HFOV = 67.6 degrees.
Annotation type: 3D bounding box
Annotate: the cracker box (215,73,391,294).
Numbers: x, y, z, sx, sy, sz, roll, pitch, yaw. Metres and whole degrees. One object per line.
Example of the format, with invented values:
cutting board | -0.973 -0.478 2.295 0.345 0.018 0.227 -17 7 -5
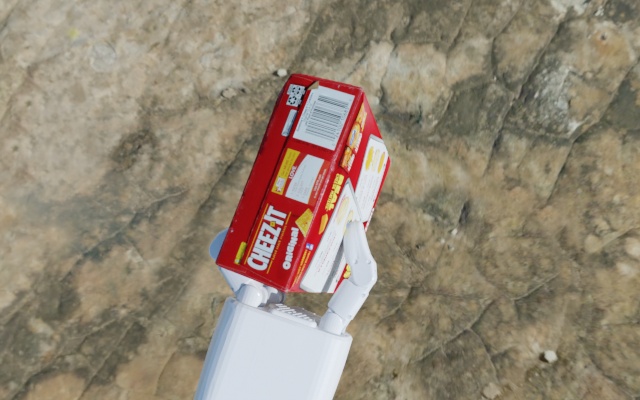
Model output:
cracker box | 0.000 0.002 0.455 0.072 0.164 0.214 19 -6 16
